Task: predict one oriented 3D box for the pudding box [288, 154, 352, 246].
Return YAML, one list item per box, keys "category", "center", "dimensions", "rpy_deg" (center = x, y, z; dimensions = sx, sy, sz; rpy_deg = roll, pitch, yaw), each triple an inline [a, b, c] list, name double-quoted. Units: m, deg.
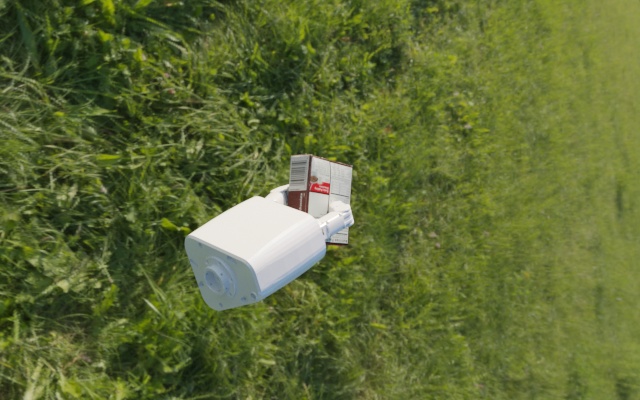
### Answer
- category: "pudding box"
  center: [0.000, 0.002, 0.626]
  dimensions: [0.039, 0.113, 0.090]
  rpy_deg: [1, -6, 40]
